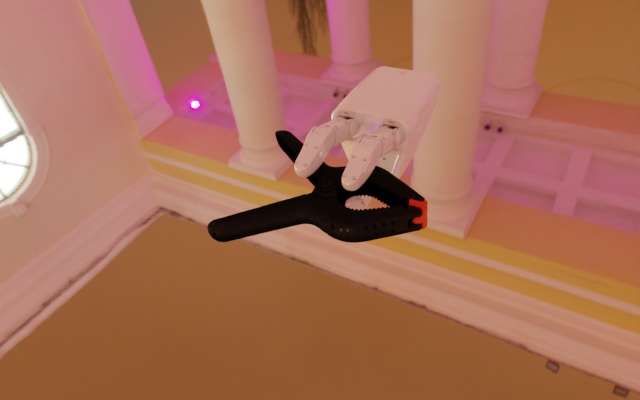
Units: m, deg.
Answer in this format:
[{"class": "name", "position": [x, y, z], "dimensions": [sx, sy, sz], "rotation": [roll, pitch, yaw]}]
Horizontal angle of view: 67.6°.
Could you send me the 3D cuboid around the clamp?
[{"class": "clamp", "position": [0.001, 0.002, 0.483], "dimensions": [0.210, 0.164, 0.036], "rotation": [17, -37, 26]}]
